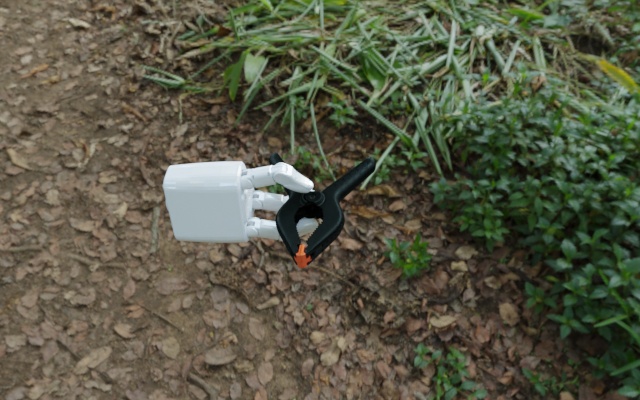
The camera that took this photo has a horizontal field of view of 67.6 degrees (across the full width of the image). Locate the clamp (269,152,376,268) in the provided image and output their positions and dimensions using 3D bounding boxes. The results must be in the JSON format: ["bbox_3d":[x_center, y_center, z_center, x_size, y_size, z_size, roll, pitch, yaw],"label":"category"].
[{"bbox_3d":[0.000,0.002,0.674,0.164,0.209,0.036,-2,-44,4],"label":"clamp"}]
